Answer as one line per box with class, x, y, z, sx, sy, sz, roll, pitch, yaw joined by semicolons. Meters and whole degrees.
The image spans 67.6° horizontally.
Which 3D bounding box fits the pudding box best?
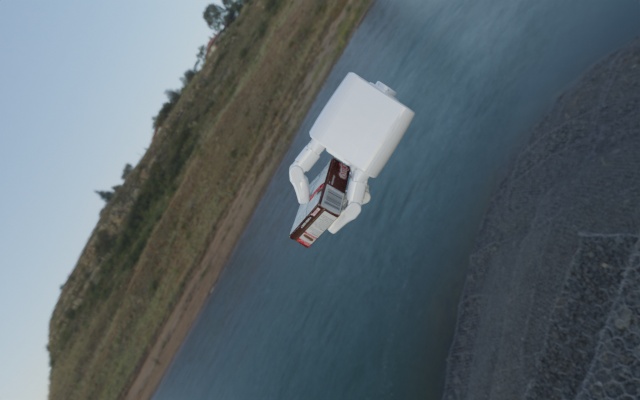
pudding box;0.000;0.002;0.715;0.039;0.113;0.090;31;-49;-11
